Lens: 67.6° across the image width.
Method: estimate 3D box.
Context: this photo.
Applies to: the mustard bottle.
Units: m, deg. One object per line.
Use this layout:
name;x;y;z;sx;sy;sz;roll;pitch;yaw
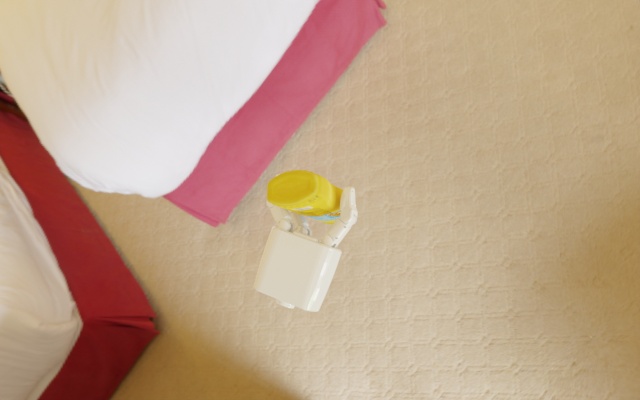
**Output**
mustard bottle;0.000;0.002;0.802;0.096;0.058;0.192;-10;-18;27
